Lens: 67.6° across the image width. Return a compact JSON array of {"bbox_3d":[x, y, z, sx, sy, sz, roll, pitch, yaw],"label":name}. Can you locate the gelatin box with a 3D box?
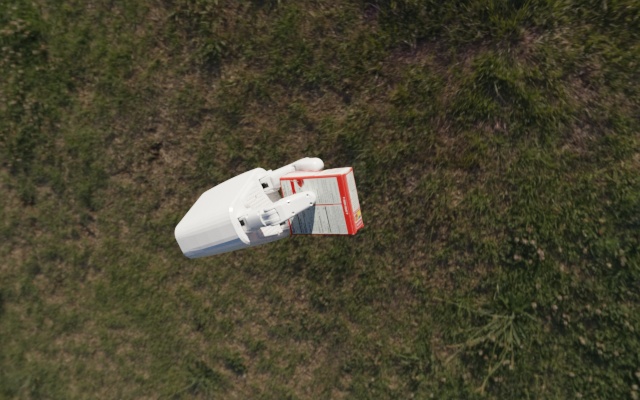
[{"bbox_3d":[0.000,0.002,0.559,0.089,0.073,0.030,-2,19,31],"label":"gelatin box"}]
